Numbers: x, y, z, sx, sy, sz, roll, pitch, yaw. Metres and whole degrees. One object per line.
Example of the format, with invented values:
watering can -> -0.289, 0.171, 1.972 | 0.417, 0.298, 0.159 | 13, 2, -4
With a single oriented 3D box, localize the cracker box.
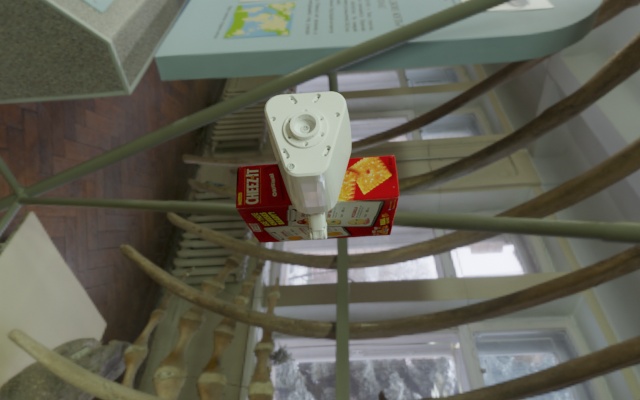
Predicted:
cracker box -> 0.000, 0.002, 0.699 | 0.214, 0.072, 0.164 | -3, -21, 3
